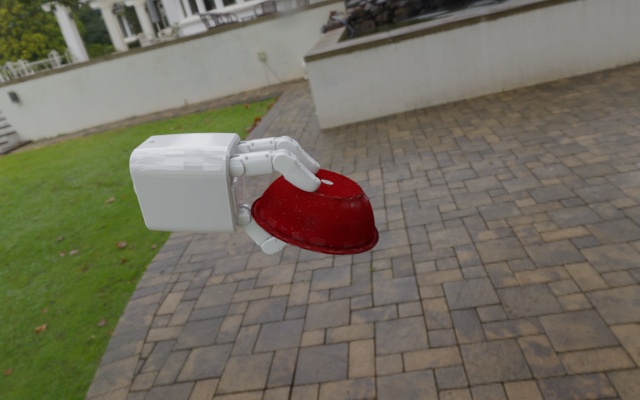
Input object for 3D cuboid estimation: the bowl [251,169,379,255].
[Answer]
[{"bbox_3d":[0.001,0.002,0.578,0.162,0.055,0.162,13,22,-5],"label":"bowl"}]
